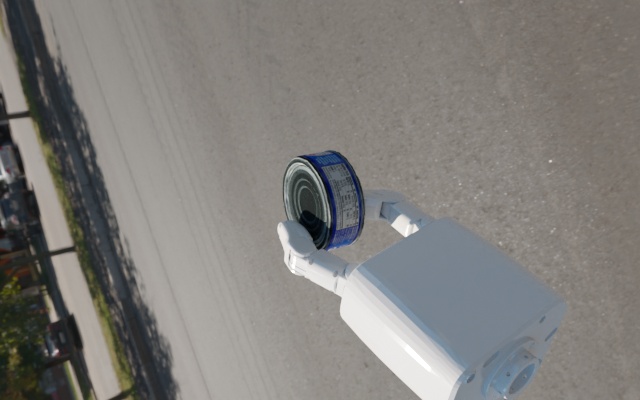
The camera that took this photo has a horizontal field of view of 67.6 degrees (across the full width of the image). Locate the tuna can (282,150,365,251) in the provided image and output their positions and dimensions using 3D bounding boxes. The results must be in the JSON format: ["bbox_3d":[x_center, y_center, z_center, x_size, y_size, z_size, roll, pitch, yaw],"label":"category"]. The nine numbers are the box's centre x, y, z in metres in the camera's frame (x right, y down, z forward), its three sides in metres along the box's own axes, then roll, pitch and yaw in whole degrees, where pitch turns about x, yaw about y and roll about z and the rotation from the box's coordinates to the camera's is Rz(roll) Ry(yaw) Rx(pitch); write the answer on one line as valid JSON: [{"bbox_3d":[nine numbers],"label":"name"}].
[{"bbox_3d":[0.000,0.001,0.410,0.034,0.086,0.086,-12,6,-29],"label":"tuna can"}]
